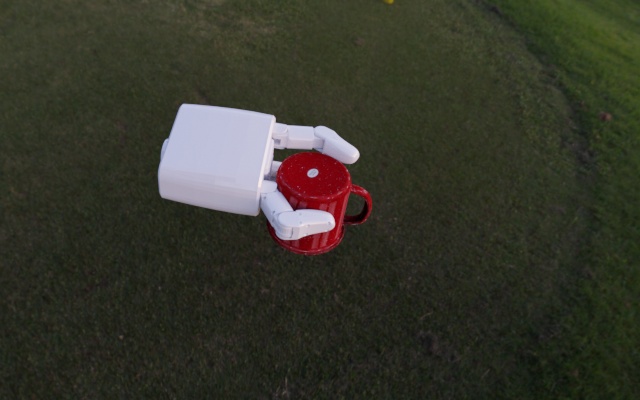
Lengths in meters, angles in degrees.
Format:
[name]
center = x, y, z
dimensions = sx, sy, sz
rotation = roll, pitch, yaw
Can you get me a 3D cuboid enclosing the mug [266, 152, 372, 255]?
[mug]
center = 0.002, 0.002, 0.538
dimensions = 0.117, 0.082, 0.093
rotation = 8, 43, -4
